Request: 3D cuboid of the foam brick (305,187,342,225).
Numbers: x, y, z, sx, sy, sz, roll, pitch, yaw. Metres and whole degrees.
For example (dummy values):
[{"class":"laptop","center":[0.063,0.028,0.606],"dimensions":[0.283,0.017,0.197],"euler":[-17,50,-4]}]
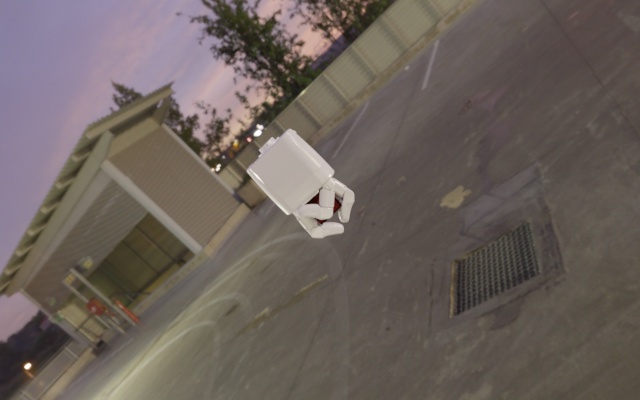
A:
[{"class":"foam brick","center":[0.000,0.003,0.871],"dimensions":[0.053,0.051,0.078],"euler":[-44,9,2]}]
